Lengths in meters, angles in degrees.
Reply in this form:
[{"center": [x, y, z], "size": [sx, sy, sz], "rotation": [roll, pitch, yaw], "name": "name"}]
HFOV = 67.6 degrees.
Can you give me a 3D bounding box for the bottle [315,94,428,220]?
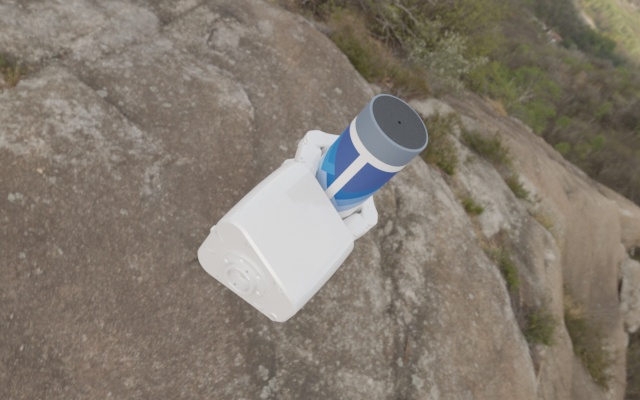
[{"center": [0.000, 0.002, 0.542], "size": [0.069, 0.069, 0.296], "rotation": [0, -30, -35], "name": "bottle"}]
